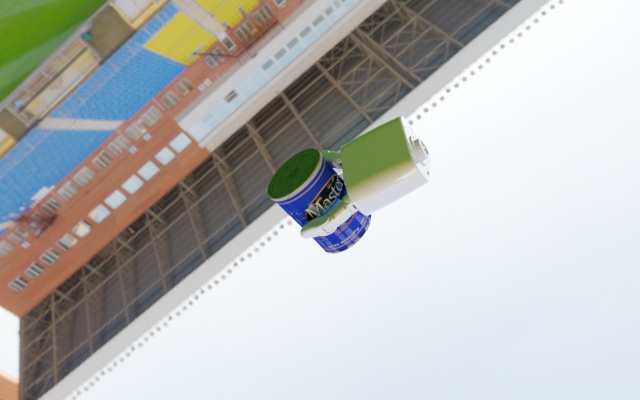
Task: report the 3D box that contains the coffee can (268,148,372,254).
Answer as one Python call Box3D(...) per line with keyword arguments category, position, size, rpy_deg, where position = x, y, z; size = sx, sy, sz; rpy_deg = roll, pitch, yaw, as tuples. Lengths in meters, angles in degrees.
Box3D(category="coffee can", position=(0.000, 0.003, 0.756), size=(0.103, 0.102, 0.140), rpy_deg=(0, -40, 51))
